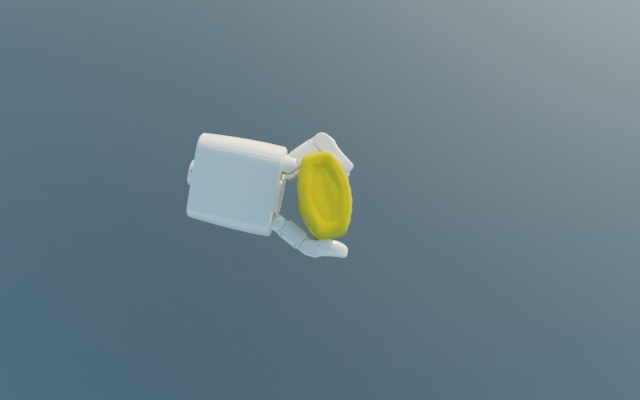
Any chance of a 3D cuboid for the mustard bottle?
[{"bbox_3d":[0.000,0.002,0.606,0.058,0.096,0.191,-12,-5,-4],"label":"mustard bottle"}]
